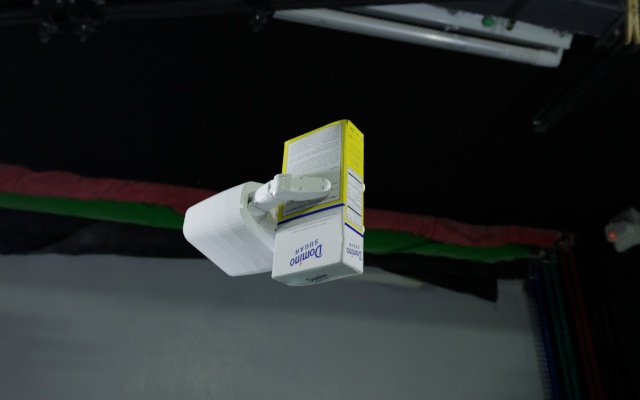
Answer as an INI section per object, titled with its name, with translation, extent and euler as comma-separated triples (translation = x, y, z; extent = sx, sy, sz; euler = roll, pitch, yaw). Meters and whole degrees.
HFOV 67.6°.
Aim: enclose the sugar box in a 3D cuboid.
[sugar box]
translation = 0.000, 0.002, 0.532
extent = 0.093, 0.176, 0.048
euler = -17, -32, 33
